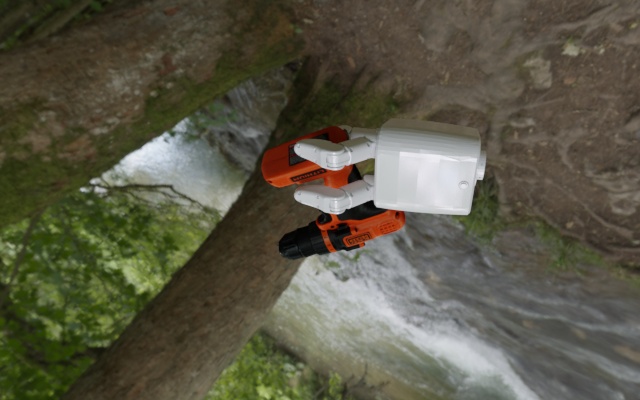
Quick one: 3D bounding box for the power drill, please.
[{"bbox_3d":[0.000,0.002,0.611,0.184,0.057,0.188,-20,-42,13],"label":"power drill"}]
